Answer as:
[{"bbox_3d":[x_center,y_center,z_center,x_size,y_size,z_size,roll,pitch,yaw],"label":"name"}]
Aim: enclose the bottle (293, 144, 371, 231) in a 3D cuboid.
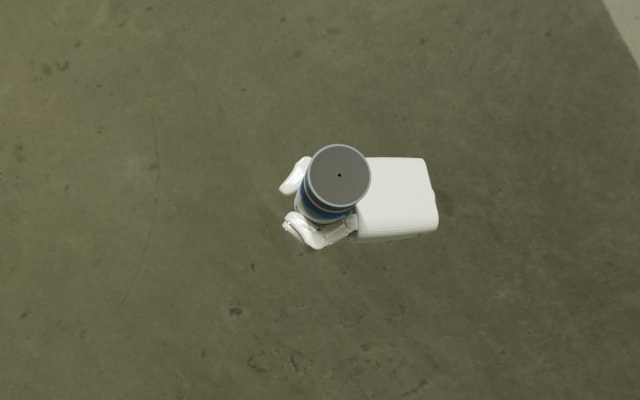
[{"bbox_3d":[0.000,0.002,0.626,0.069,0.069,0.296,0,-11,-8],"label":"bottle"}]
